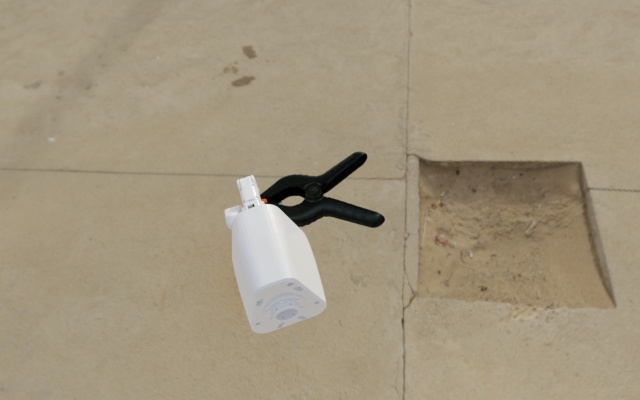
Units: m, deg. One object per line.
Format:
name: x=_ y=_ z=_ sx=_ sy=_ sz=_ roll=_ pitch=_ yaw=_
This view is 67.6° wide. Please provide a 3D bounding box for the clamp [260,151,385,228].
clamp: x=0.000 y=0.002 z=0.635 sx=0.171 sy=0.120 sz=0.039 roll=-19 pitch=-39 yaw=-4
